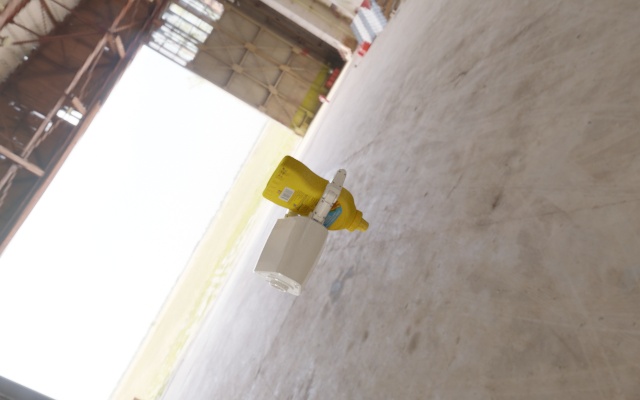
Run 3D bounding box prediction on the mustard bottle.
[{"bbox_3d":[0.000,0.002,0.834,0.191,0.058,0.096,30,-47,-10],"label":"mustard bottle"}]
